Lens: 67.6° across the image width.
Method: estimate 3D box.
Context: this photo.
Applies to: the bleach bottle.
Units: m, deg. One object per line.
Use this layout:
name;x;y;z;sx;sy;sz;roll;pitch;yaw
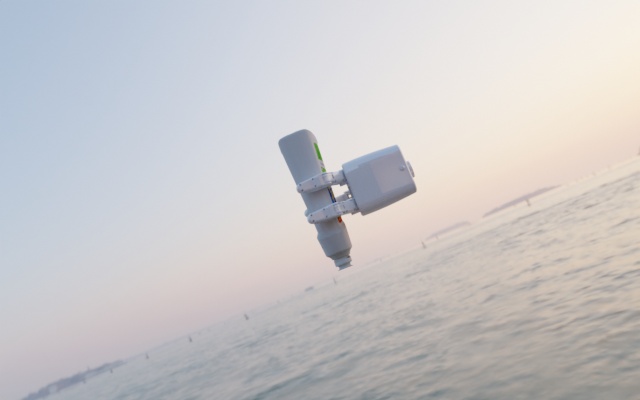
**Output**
bleach bottle;0.000;0.003;0.853;0.068;0.251;0.102;-22;-9;6
